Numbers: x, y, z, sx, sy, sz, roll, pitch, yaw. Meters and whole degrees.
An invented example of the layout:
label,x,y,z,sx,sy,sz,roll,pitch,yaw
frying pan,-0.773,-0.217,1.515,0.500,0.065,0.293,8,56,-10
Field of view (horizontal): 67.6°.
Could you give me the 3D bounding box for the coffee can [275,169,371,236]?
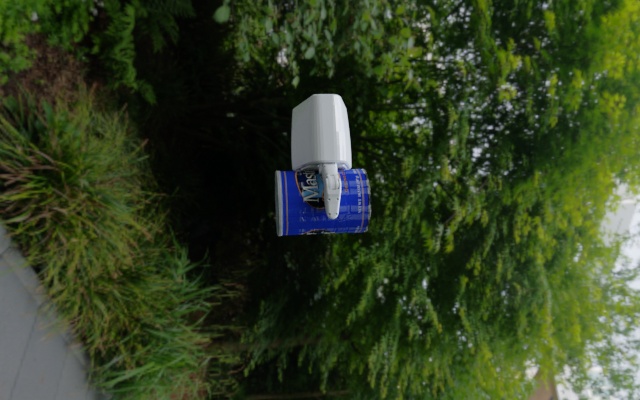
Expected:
label,x,y,z,sx,sy,sz,roll,pitch,yaw
coffee can,0.000,0.003,0.757,0.140,0.103,0.103,-2,0,-7
